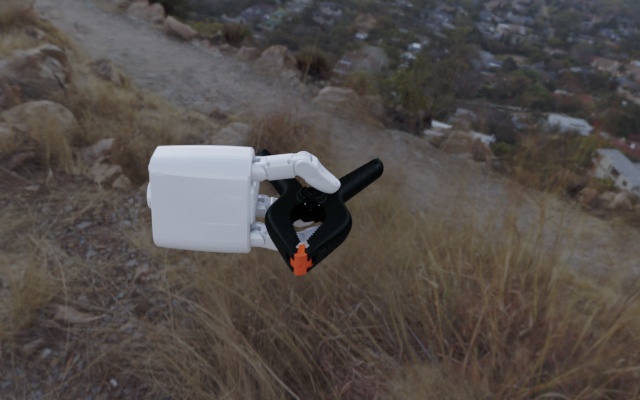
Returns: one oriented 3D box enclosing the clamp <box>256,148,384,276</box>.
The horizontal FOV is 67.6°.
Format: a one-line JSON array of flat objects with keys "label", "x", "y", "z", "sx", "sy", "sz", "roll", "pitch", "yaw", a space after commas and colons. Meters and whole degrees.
[{"label": "clamp", "x": 0.000, "y": 0.001, "z": 0.546, "sx": 0.164, "sy": 0.036, "sz": 0.209, "roll": 0, "pitch": 36, "yaw": -2}]
